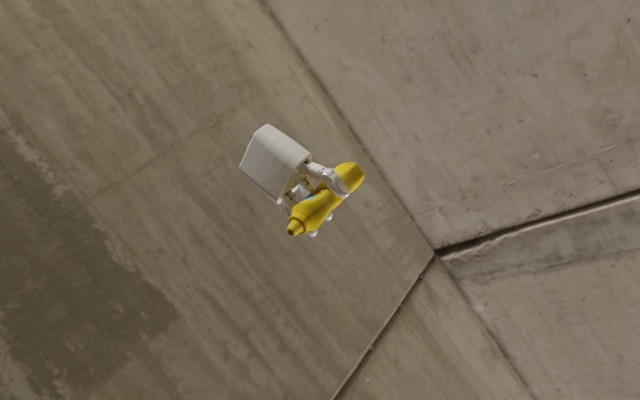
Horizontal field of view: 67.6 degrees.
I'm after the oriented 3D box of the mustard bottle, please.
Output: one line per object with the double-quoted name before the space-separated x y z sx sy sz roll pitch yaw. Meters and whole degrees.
"mustard bottle" 0.001 0.003 0.894 0.096 0.058 0.191 -27 14 50
